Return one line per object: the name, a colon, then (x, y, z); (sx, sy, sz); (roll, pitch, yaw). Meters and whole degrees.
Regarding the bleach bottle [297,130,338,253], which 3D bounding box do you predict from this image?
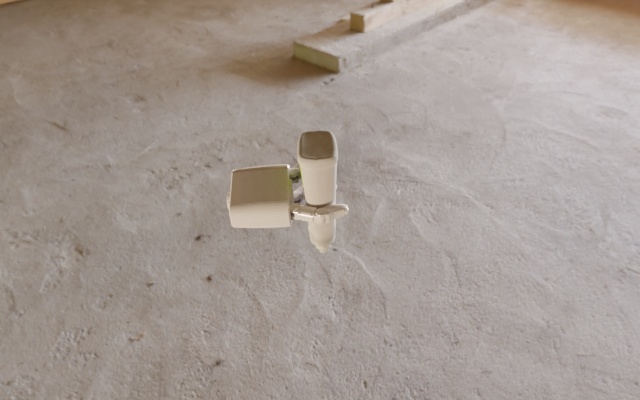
bleach bottle: (0.000, 0.003, 0.875); (0.068, 0.251, 0.102); (-3, 38, 1)
